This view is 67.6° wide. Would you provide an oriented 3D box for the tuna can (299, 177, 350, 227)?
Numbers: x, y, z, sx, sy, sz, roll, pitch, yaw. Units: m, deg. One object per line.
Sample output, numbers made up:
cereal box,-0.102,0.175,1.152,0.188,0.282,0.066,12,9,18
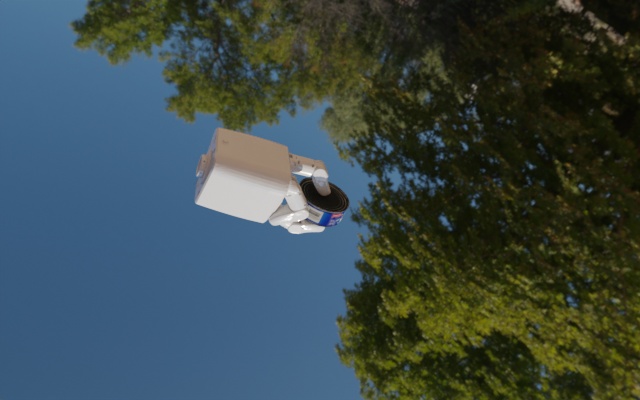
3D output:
tuna can,0.000,0.003,0.754,0.086,0.034,0.086,19,32,-12
